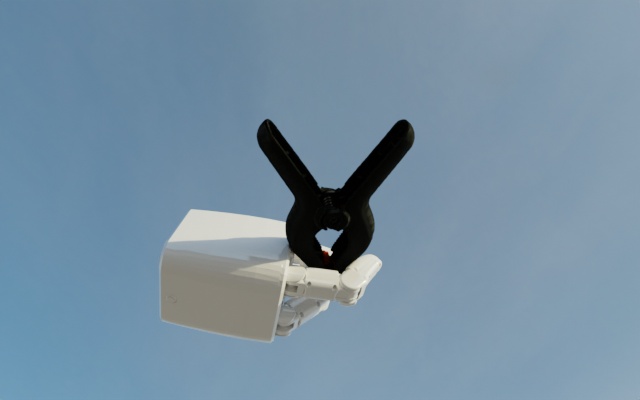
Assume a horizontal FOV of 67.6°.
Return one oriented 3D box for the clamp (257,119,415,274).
[{"bbox_3d":[0.000,0.001,0.406,0.120,0.172,0.039,10,34,-5],"label":"clamp"}]
